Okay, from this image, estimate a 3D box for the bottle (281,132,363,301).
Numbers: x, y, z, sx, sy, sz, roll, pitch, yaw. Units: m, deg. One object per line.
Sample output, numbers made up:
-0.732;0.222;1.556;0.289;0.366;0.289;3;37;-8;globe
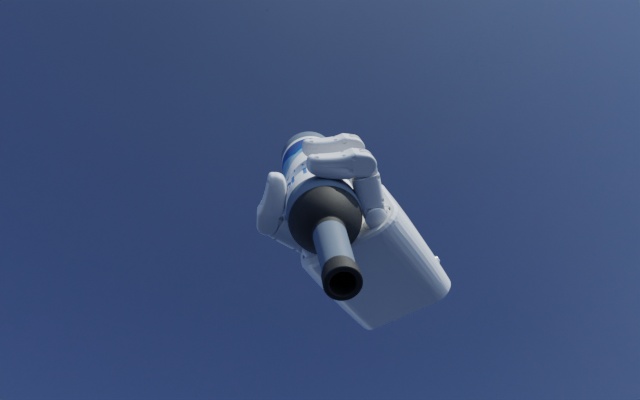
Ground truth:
0.000;0.001;0.453;0.069;0.069;0.295;0;22;-6;bottle
